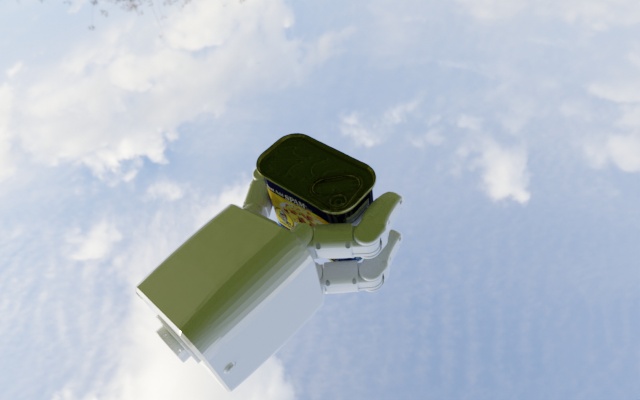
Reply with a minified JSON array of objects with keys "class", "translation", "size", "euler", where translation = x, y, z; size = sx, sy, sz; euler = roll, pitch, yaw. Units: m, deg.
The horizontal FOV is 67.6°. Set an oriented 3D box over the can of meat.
[{"class":"can of meat","translation":[0.000,0.001,0.418],"size":[0.102,0.084,0.057],"euler":[29,60,30]}]
